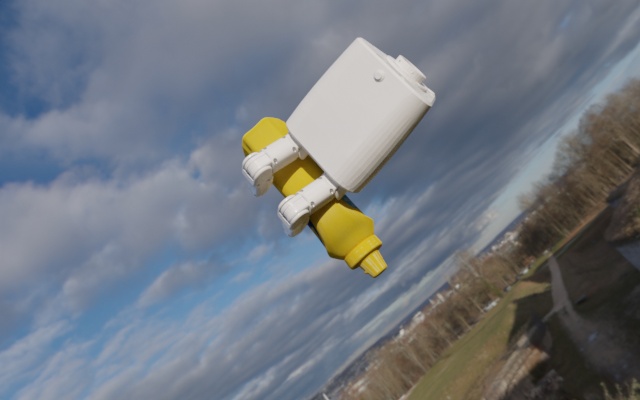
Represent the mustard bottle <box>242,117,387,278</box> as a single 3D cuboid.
[{"bbox_3d":[0.000,0.002,0.498,0.058,0.191,0.096,-41,-16,-1],"label":"mustard bottle"}]
